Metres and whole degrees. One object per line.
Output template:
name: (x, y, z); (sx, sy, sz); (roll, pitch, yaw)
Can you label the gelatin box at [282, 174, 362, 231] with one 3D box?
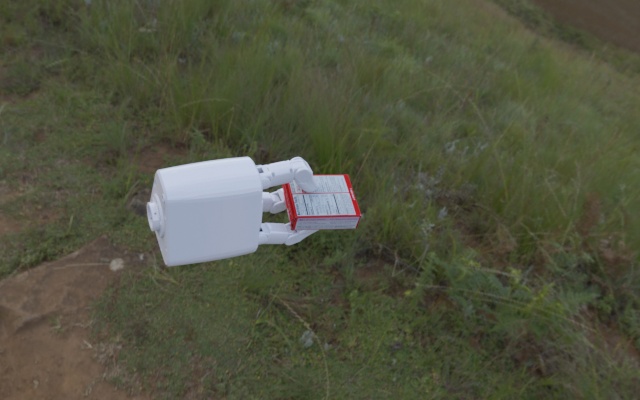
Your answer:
gelatin box: (0.001, 0.002, 0.614); (0.089, 0.073, 0.030); (-2, -41, -16)
